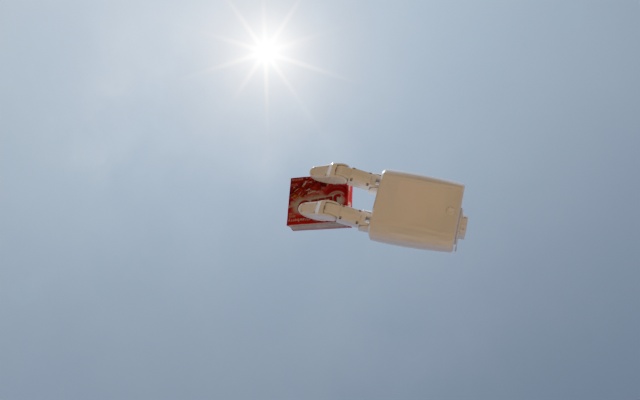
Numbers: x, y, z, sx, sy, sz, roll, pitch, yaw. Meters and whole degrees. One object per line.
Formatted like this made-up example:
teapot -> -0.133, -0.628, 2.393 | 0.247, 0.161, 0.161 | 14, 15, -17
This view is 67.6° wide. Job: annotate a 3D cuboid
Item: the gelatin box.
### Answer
gelatin box -> 0.000, 0.002, 0.665 | 0.089, 0.073, 0.030 | -5, -25, 18
